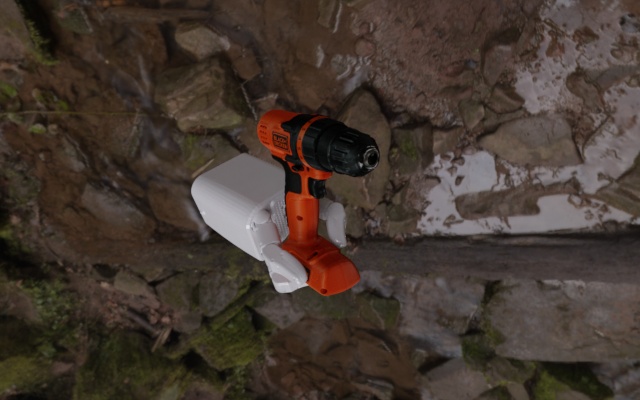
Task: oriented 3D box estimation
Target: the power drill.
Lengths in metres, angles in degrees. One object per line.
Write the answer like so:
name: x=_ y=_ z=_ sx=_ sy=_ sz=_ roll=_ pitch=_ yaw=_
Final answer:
power drill: x=0.000 y=0.002 z=0.507 sx=0.057 sy=0.188 sz=0.184 roll=-16 pitch=25 yaw=-28
